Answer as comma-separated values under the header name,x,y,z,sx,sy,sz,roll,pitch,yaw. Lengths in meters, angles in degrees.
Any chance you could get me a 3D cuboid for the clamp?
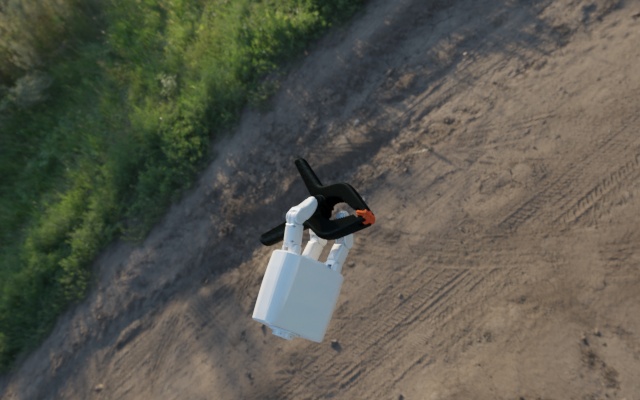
name,x,y,z,sx,sy,sz,roll,pitch,yaw
clamp,0.000,0.002,0.765,0.210,0.164,0.036,1,-23,41
